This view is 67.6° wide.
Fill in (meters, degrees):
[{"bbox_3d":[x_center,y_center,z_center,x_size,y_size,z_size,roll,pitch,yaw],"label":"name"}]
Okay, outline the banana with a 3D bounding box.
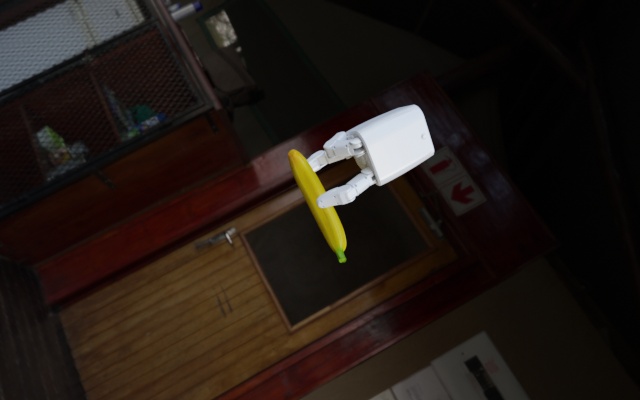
[{"bbox_3d":[-0.001,0.006,0.788,0.037,0.198,0.069,-27,3,-6],"label":"banana"}]
